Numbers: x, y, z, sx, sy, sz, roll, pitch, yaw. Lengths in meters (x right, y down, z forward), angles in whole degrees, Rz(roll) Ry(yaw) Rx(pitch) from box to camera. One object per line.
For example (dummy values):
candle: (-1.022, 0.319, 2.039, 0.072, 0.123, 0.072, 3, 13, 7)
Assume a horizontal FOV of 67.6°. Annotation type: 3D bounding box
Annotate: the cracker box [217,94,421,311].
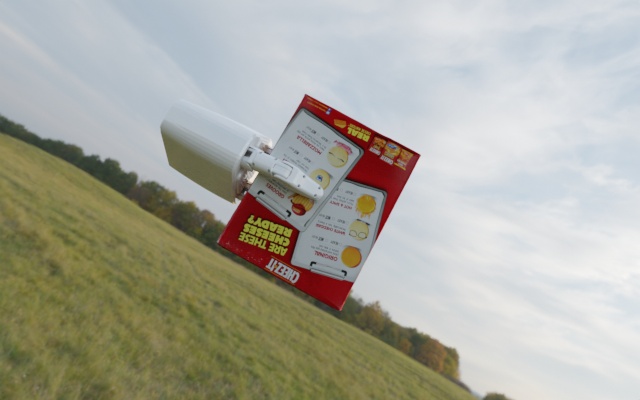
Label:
cracker box: (0.000, 0.002, 0.592, 0.164, 0.213, 0.072, 28, -11, 3)
